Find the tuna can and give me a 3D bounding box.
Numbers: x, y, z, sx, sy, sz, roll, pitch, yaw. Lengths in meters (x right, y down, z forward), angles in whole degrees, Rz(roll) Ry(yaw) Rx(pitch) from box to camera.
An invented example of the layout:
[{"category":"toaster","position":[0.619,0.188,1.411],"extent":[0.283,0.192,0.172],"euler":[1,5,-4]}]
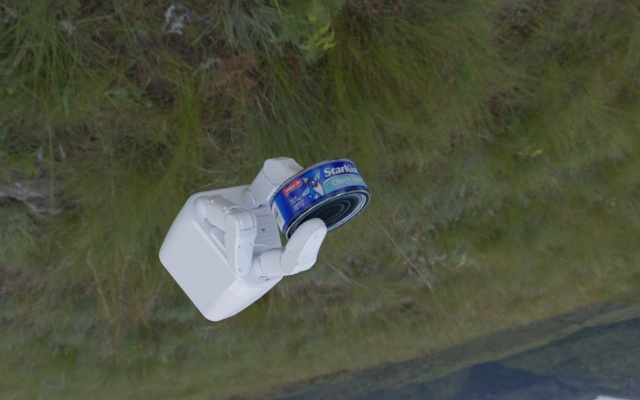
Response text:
[{"category":"tuna can","position":[0.000,0.002,0.422],"extent":[0.086,0.033,0.086],"euler":[-24,-21,-10]}]
